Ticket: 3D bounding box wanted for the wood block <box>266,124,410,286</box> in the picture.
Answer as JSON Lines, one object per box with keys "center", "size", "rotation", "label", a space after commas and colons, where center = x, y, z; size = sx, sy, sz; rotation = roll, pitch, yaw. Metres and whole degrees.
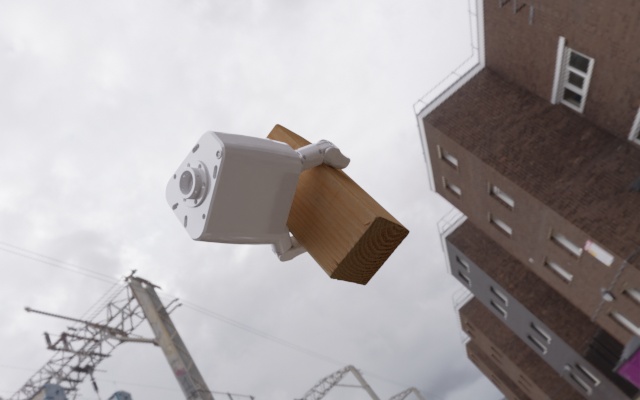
{"center": [0.000, 0.002, 0.608], "size": [0.206, 0.091, 0.090], "rotation": [45, 13, 35], "label": "wood block"}
